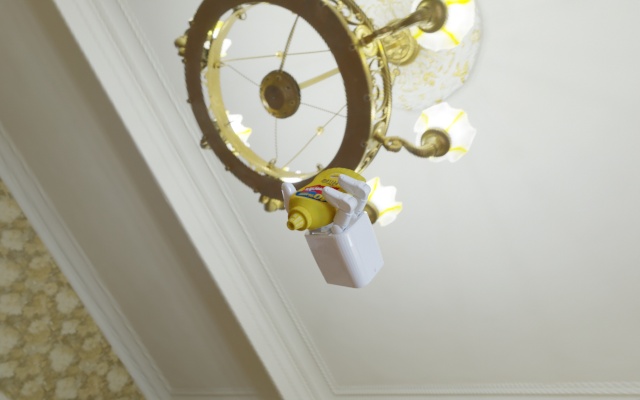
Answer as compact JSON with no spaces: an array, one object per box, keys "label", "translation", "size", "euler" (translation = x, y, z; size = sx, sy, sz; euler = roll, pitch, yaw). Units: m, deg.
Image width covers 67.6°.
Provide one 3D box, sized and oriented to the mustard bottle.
[{"label":"mustard bottle","translation":[0.000,0.002,0.835],"size":[0.096,0.058,0.191],"euler":[14,31,27]}]
